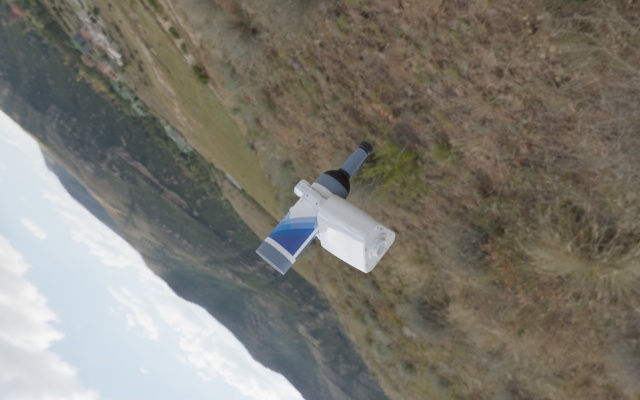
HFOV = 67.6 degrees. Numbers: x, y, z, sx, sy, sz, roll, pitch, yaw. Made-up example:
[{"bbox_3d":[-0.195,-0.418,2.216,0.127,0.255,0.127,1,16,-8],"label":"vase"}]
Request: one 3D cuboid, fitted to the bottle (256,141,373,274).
[{"bbox_3d":[0.000,0.003,0.895,0.069,0.295,0.069,37,-13,11],"label":"bottle"}]
